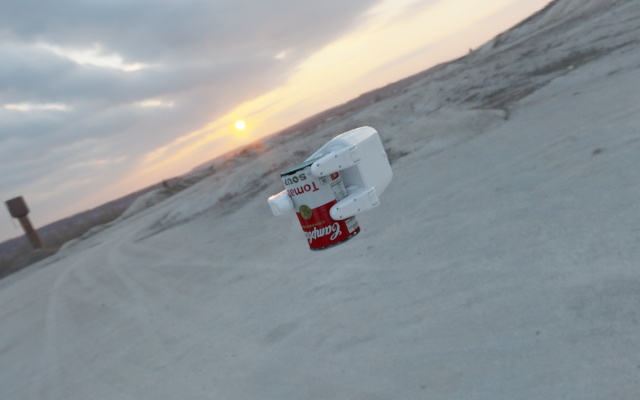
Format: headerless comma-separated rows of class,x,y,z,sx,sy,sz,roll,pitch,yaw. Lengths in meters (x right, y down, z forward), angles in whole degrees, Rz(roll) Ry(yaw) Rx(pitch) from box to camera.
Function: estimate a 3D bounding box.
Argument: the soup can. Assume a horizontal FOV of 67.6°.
soup can,0.000,0.002,0.586,0.068,0.102,0.068,-21,9,4
